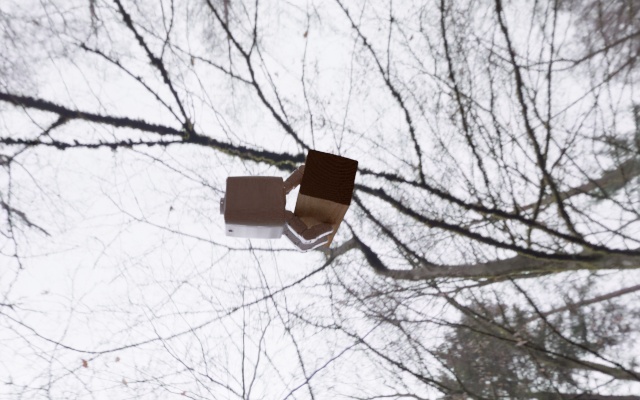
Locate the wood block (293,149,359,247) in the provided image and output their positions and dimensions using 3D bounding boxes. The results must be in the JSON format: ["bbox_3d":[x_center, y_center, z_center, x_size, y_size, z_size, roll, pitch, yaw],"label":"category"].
[{"bbox_3d":[0.000,0.003,0.882,0.090,0.090,0.206,13,-26,-3],"label":"wood block"}]
